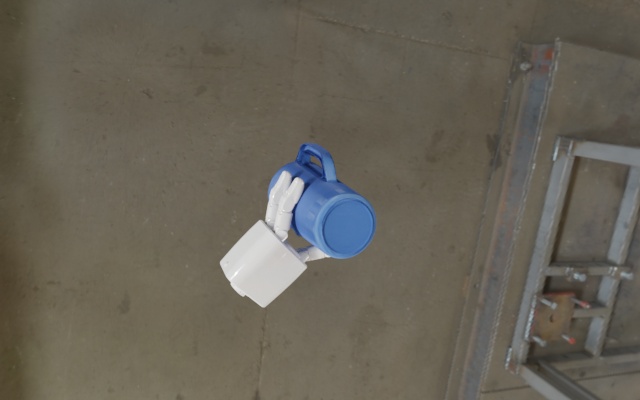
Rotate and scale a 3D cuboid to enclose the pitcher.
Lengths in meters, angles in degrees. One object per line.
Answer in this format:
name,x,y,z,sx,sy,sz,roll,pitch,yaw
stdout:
pitcher,0.000,0.003,0.842,0.149,0.145,0.242,49,-6,-24
